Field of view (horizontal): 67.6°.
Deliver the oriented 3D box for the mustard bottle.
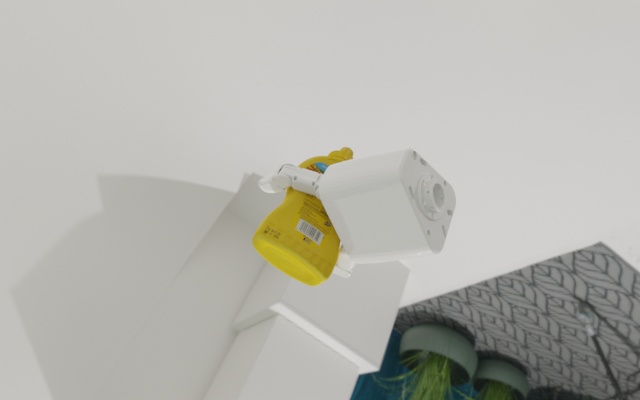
[{"bbox_3d":[0.000,0.002,0.584,0.096,0.191,0.058,35,-36,-9],"label":"mustard bottle"}]
